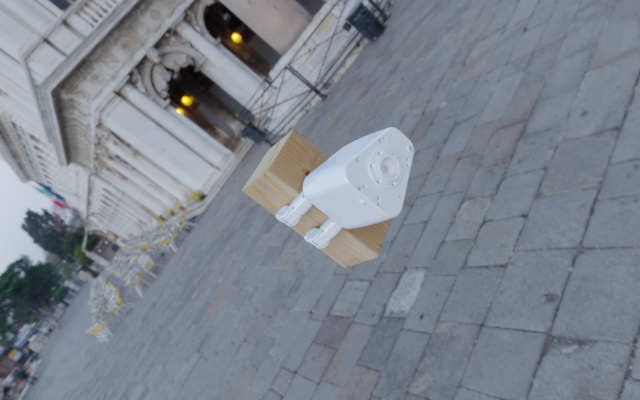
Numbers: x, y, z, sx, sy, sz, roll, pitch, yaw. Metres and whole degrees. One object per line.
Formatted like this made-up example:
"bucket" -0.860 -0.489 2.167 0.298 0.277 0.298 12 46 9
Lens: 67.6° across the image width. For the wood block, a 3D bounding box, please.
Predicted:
"wood block" 0.000 0.002 0.726 0.206 0.090 0.090 39 -34 -16
